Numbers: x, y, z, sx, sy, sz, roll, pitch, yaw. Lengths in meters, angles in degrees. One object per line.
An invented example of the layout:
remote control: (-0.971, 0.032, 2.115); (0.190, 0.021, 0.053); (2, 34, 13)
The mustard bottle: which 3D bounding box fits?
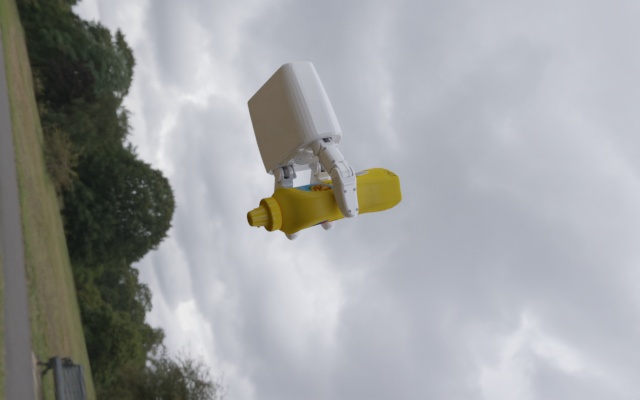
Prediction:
mustard bottle: (0.000, 0.002, 0.596); (0.191, 0.058, 0.096); (-13, 8, -27)
